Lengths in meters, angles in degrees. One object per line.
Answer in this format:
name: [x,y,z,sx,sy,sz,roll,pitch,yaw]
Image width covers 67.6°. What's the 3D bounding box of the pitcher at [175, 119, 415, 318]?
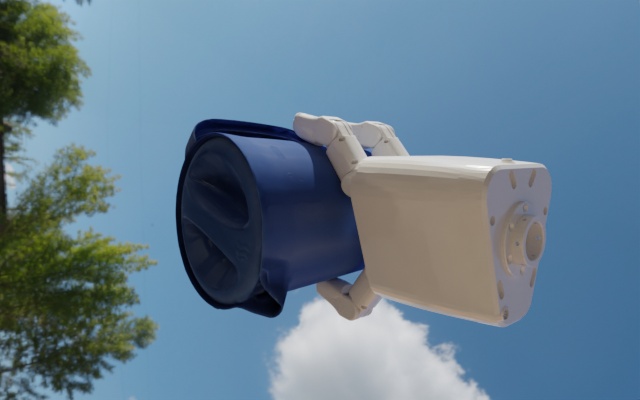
pitcher: [0.000,0.002,0.438,0.243,0.149,0.145,-4,7,-42]
